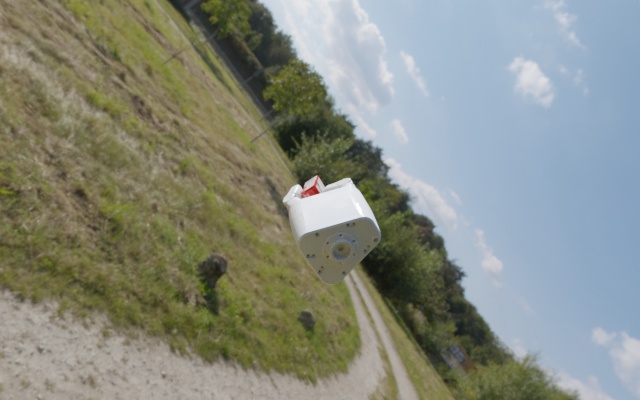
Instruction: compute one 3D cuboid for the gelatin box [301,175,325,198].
[{"bbox_3d":[0.001,0.002,0.805,0.030,0.073,0.089,-31,10,10],"label":"gelatin box"}]
